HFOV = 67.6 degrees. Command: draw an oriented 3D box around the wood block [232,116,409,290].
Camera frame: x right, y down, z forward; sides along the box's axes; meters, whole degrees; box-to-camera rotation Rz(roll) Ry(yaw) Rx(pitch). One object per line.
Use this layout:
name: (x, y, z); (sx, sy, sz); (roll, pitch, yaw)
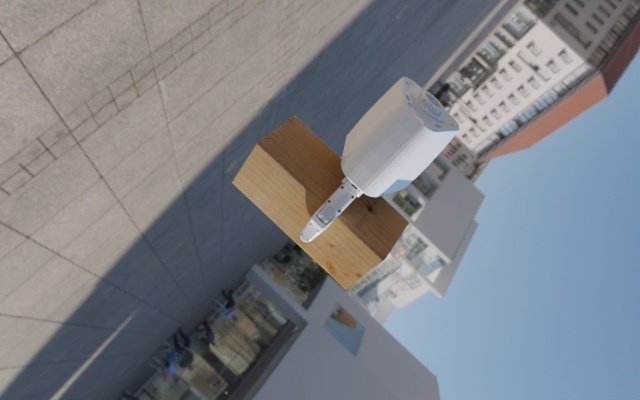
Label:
wood block: (0.000, 0.002, 0.623); (0.090, 0.206, 0.090); (-48, -2, 43)
